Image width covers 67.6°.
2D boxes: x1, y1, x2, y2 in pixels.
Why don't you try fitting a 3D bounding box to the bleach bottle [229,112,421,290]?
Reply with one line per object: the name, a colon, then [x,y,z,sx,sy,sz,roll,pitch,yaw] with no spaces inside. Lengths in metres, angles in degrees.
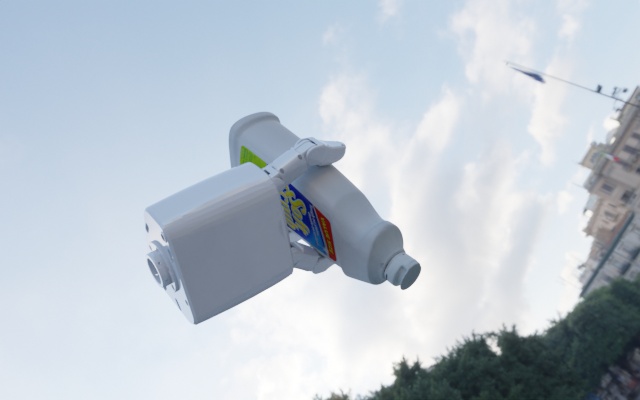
bleach bottle: [0.000,0.002,0.494,0.068,0.103,0.250,-26,46,-32]
